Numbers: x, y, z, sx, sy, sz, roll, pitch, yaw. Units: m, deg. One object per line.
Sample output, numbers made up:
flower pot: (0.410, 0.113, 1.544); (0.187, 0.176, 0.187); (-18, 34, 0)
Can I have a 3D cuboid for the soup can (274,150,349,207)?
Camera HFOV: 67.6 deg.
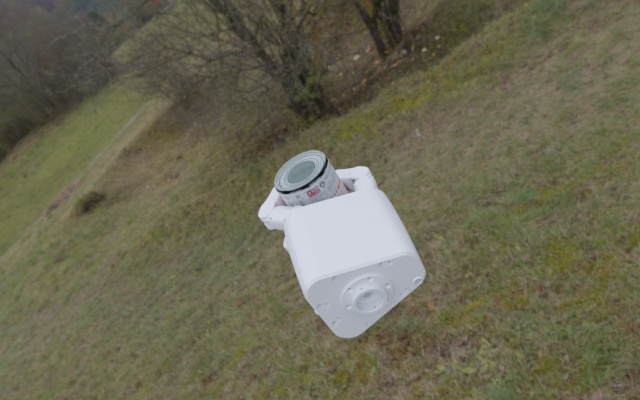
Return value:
soup can: (0.000, 0.001, 0.549); (0.068, 0.068, 0.102); (0, -43, 39)
